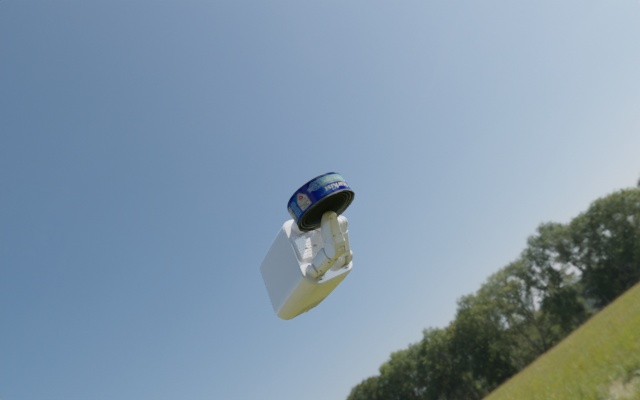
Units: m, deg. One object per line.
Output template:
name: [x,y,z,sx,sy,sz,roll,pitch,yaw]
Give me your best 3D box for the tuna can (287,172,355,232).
tuna can: [0.000,0.002,0.621,0.086,0.033,0.086,-29,-22,-13]
